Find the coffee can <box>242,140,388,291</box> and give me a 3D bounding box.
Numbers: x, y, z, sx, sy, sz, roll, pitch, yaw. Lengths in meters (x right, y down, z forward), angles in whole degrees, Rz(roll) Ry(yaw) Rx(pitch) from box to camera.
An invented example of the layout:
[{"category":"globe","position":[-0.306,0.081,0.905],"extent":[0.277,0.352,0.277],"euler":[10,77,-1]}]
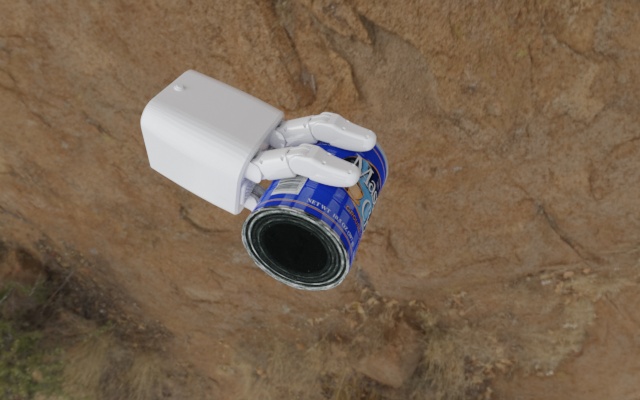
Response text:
[{"category":"coffee can","position":[0.000,0.002,0.468],"extent":[0.103,0.103,0.140],"euler":[0,39,26]}]
